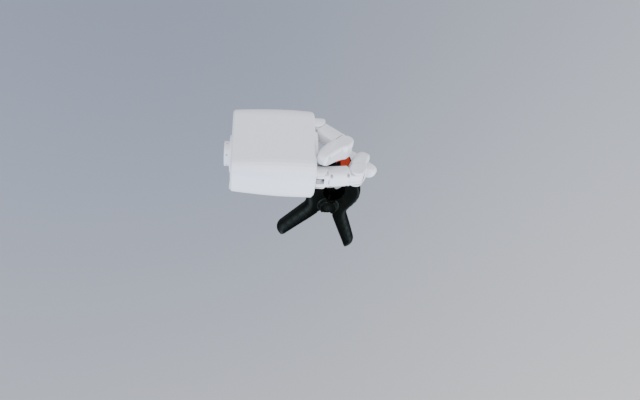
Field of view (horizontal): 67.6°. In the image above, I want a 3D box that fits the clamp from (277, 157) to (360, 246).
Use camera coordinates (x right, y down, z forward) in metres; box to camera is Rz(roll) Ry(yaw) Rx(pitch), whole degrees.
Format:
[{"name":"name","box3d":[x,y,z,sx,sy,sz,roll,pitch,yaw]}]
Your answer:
[{"name":"clamp","box3d":[0.000,0.003,0.697,0.120,0.172,0.039,1,41,-9]}]
